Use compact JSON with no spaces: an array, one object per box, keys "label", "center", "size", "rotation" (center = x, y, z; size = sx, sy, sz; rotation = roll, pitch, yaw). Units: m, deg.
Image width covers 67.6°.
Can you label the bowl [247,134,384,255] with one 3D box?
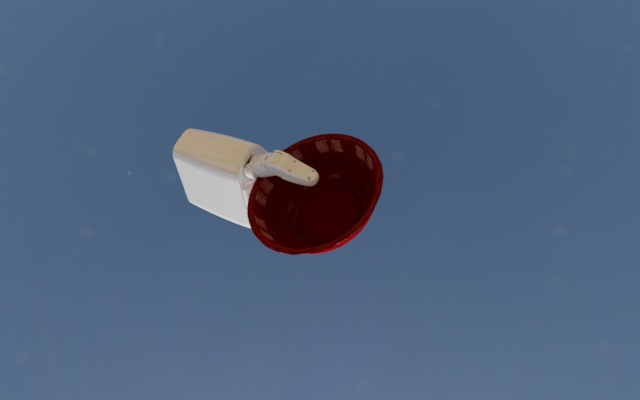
[{"label":"bowl","center":[0.001,0.003,0.545],"size":[0.162,0.162,0.055],"rotation":[0,-34,26]}]
